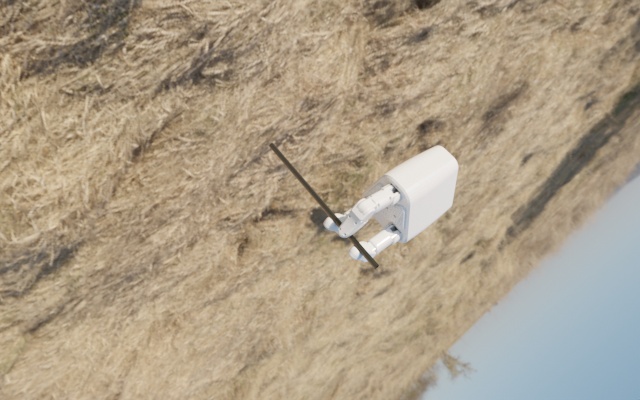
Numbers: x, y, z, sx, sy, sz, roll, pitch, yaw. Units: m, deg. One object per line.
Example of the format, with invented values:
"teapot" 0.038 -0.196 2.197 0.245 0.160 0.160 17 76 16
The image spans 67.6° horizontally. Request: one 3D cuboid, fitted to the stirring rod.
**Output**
"stirring rod" 0.000 0.002 0.665 0.011 0.239 0.011 -34 -22 -16
